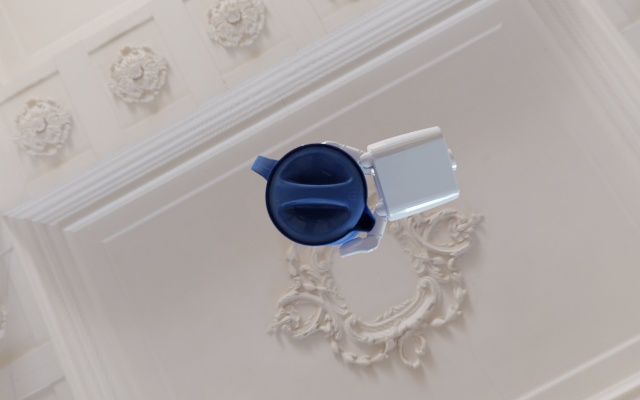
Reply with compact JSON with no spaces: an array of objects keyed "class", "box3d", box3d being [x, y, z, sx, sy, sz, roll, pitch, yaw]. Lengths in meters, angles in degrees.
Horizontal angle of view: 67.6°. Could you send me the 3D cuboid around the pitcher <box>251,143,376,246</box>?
[{"class":"pitcher","box3d":[0.000,0.002,0.720,0.145,0.149,0.243,-18,-10,5]}]
